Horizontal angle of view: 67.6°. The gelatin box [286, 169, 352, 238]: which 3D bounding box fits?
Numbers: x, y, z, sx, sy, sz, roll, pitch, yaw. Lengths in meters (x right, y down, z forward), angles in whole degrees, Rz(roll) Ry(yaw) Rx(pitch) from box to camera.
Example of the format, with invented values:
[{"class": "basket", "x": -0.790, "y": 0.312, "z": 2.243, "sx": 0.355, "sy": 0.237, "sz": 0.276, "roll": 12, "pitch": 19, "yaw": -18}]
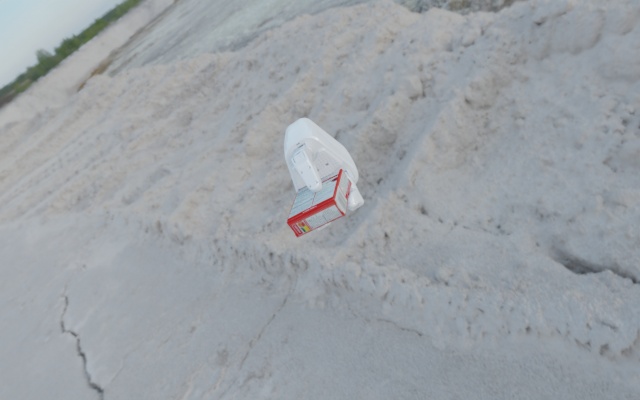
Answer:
[{"class": "gelatin box", "x": 0.000, "y": 0.002, "z": 0.625, "sx": 0.073, "sy": 0.030, "sz": 0.089, "roll": -26, "pitch": 22, "yaw": 22}]
